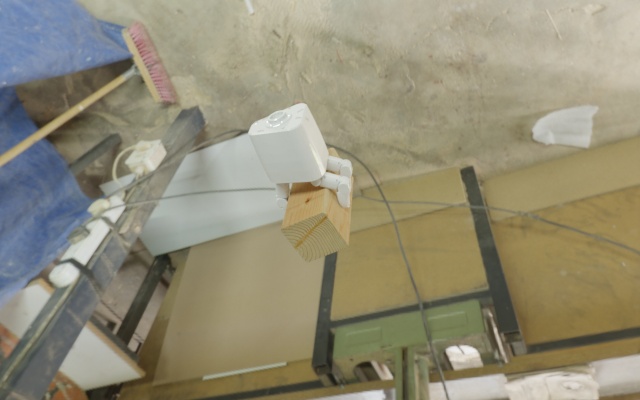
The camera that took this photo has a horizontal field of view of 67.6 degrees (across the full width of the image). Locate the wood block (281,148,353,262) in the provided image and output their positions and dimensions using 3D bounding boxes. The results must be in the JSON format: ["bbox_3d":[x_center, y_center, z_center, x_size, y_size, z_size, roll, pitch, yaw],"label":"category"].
[{"bbox_3d":[0.000,0.003,0.900,0.091,0.090,0.206,-23,32,23],"label":"wood block"}]
